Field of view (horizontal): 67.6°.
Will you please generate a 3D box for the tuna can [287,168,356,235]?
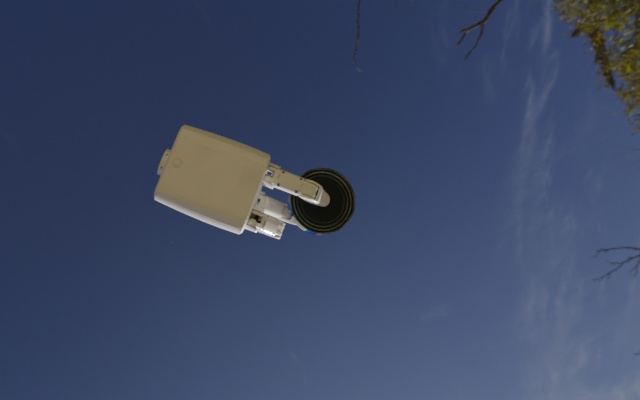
[{"bbox_3d":[0.000,0.002,0.625,0.086,0.086,0.034,0,-7,-12],"label":"tuna can"}]
